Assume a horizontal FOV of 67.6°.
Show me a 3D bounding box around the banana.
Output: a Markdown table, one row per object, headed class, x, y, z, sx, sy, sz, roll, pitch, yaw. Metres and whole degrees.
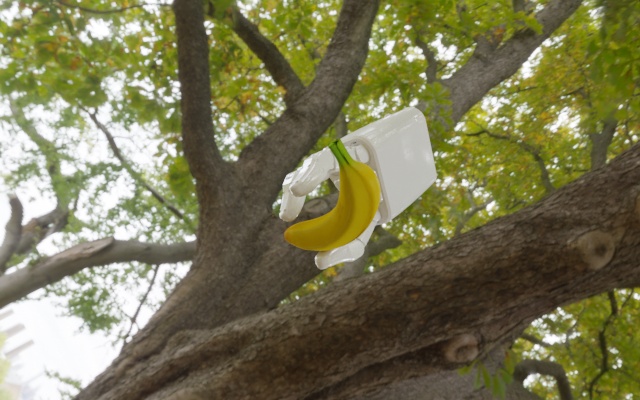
| class | x | y | z | sx | sy | sz | roll | pitch | yaw |
| --- | --- | --- | --- | --- | --- | --- | --- | --- | --- |
| banana | 0.014 | 0.013 | 0.478 | 0.037 | 0.069 | 0.198 | -38 | -12 | -32 |
